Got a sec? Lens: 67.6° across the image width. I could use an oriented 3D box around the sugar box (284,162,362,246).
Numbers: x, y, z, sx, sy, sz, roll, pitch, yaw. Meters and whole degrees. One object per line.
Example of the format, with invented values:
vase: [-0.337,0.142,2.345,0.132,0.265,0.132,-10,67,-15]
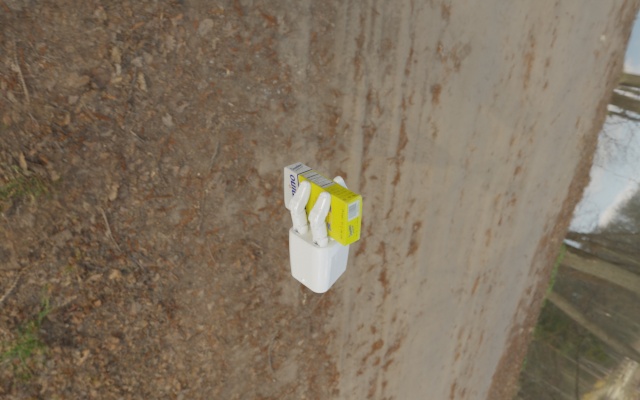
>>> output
sugar box: [0.000,0.003,0.887,0.048,0.093,0.176,-24,38,-37]
